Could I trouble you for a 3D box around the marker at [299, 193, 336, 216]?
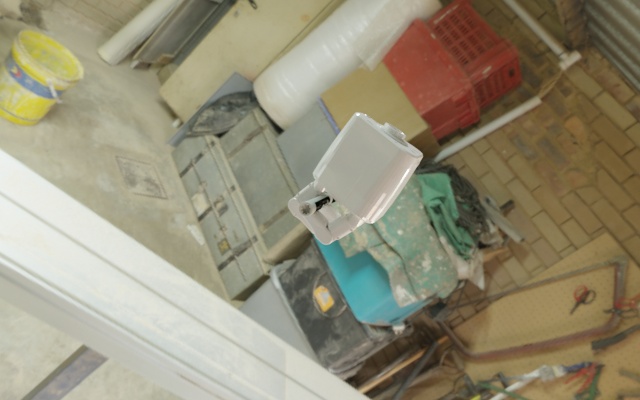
[{"bbox_3d":[0.000,0.002,0.660,0.020,0.020,0.121,0,8,19],"label":"marker"}]
